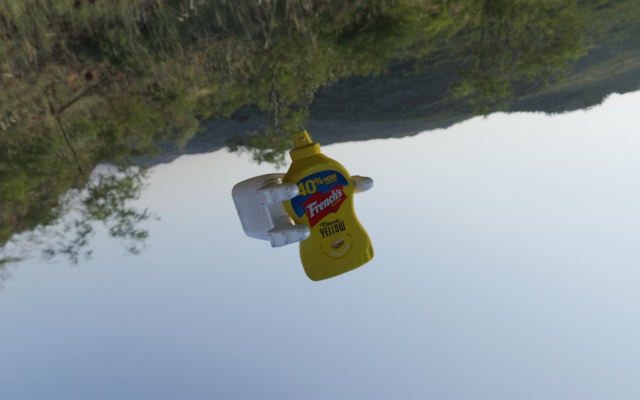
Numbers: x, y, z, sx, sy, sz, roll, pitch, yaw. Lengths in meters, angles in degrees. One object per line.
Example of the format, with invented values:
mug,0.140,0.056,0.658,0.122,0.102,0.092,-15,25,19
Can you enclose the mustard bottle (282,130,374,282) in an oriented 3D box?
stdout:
mustard bottle,0.000,0.002,0.627,0.096,0.191,0.058,-19,9,-10
